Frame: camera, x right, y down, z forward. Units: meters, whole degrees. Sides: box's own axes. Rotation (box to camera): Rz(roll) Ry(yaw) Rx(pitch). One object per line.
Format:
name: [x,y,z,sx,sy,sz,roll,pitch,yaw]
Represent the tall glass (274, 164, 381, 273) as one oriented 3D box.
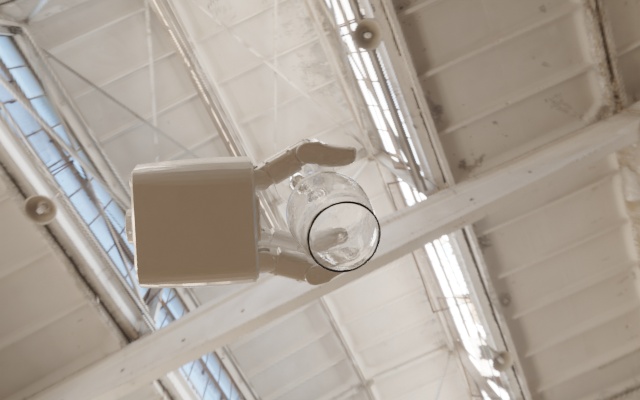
tall glass: [0.000,0.001,0.475,0.079,0.079,0.201,0,17,-12]
